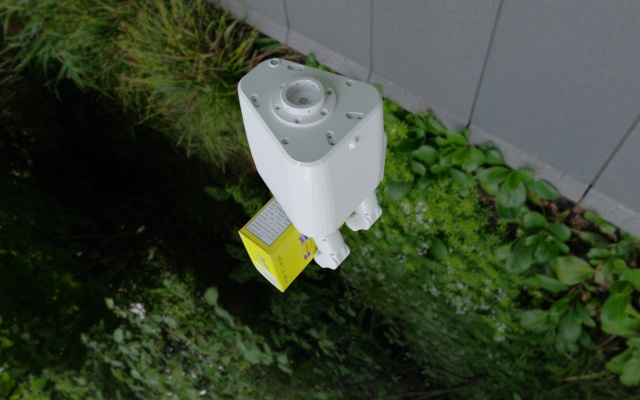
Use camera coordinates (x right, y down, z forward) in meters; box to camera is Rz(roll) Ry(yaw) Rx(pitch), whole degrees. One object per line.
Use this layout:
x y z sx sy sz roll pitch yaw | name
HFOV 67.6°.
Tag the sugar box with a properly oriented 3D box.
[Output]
0.000 0.002 0.487 0.048 0.176 0.093 36 -22 22 | sugar box
